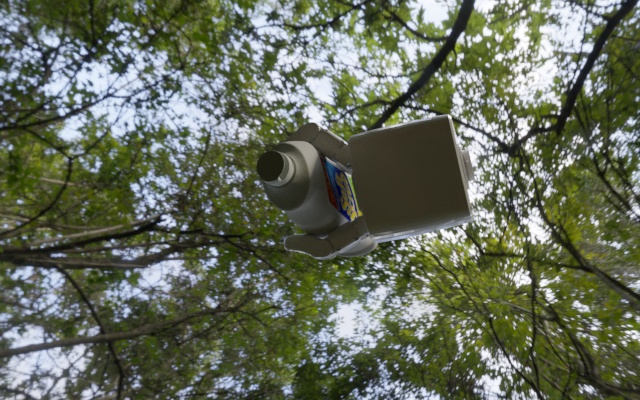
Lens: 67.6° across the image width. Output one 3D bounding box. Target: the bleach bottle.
[{"bbox_3d":[0.000,0.002,0.537,0.068,0.102,0.251,-12,-15,18],"label":"bleach bottle"}]
